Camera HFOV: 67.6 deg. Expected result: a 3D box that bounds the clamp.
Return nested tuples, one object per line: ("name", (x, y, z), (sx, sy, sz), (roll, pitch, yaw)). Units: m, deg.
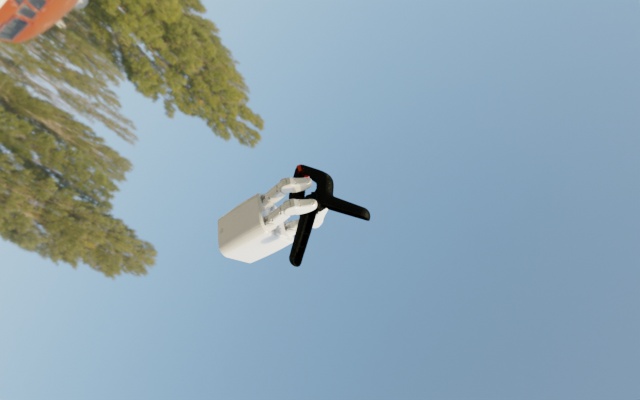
("clamp", (0.000, 0.003, 0.877), (0.164, 0.209, 0.036), (-28, -43, 17))
